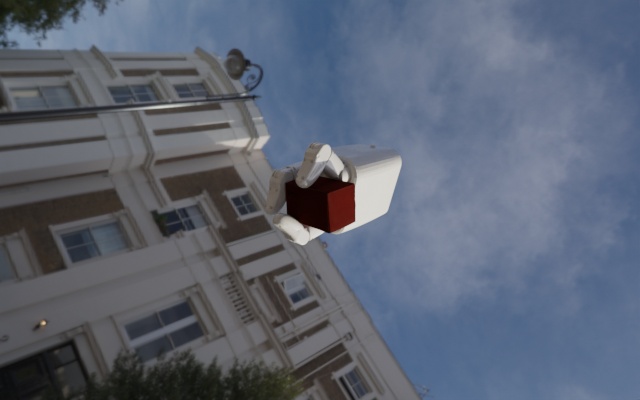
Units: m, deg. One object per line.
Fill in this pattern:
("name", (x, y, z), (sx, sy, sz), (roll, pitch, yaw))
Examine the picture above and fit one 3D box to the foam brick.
("foam brick", (0.000, 0.002, 0.601), (0.051, 0.053, 0.078), (-18, 24, -41))
